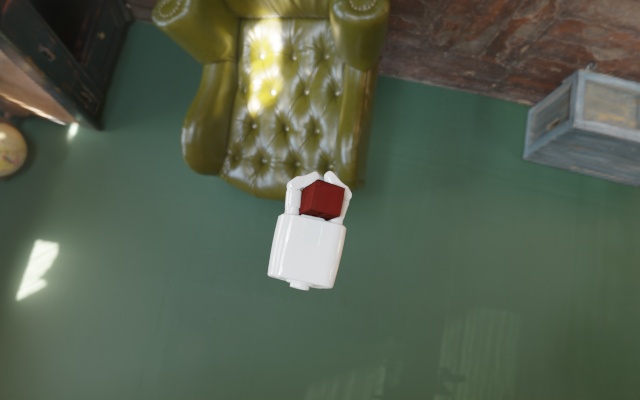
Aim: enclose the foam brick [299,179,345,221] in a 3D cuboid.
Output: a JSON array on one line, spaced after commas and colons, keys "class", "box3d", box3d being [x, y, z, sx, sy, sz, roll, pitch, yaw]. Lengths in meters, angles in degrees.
[{"class": "foam brick", "box3d": [0.000, 0.002, 0.800, 0.053, 0.051, 0.078, 16, -15, -16]}]
